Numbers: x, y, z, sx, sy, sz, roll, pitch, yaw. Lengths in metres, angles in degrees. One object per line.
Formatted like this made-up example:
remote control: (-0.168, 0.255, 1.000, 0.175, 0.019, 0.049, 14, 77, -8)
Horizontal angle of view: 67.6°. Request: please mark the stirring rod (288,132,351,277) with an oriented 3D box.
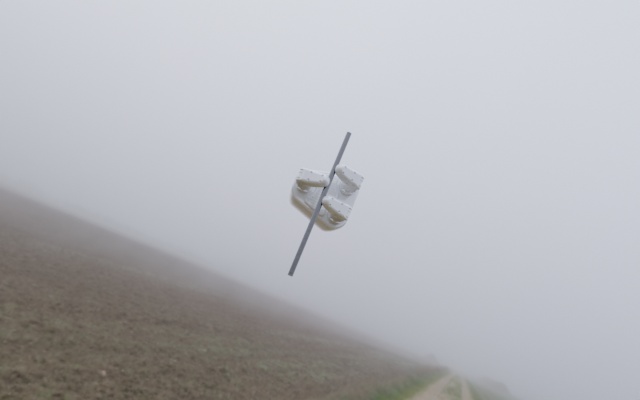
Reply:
stirring rod: (0.000, 0.002, 0.729, 0.011, 0.239, 0.011, 22, -11, 5)
